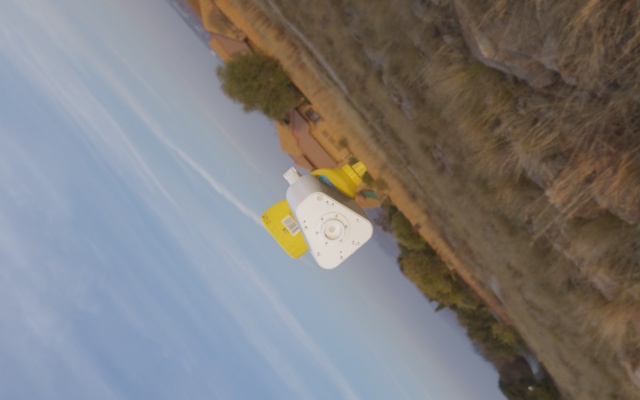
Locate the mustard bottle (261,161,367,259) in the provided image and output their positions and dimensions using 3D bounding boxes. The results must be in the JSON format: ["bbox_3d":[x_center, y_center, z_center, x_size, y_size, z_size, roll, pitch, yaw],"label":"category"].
[{"bbox_3d":[0.000,0.003,0.801,0.191,0.096,0.058,-41,-6,2],"label":"mustard bottle"}]
